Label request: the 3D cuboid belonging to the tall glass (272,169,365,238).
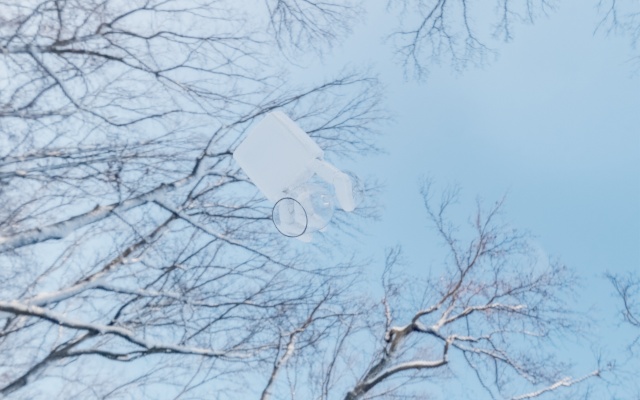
[{"bbox_3d":[0.001,0.002,0.787,0.079,0.079,0.201,0,14,28],"label":"tall glass"}]
